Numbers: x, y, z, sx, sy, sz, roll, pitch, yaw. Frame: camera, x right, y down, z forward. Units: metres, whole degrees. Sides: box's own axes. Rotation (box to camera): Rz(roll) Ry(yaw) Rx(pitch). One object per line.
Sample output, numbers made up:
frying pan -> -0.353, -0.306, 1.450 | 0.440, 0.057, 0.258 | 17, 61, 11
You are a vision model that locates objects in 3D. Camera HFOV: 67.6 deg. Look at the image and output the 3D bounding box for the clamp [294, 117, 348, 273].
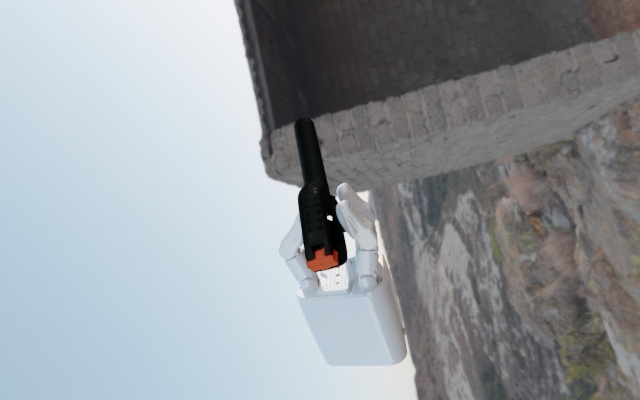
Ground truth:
clamp -> -0.001, 0.002, 0.529 | 0.036, 0.165, 0.210 | -19, 19, 11
